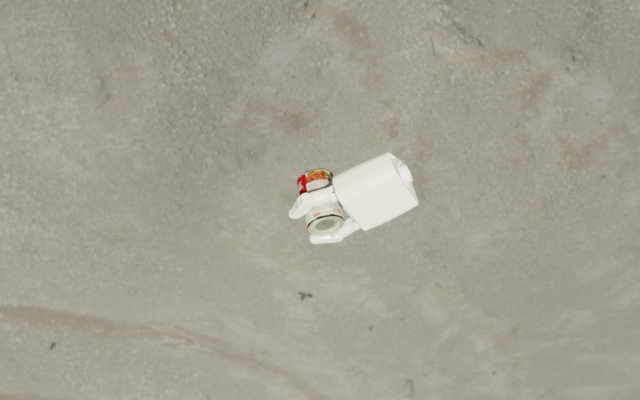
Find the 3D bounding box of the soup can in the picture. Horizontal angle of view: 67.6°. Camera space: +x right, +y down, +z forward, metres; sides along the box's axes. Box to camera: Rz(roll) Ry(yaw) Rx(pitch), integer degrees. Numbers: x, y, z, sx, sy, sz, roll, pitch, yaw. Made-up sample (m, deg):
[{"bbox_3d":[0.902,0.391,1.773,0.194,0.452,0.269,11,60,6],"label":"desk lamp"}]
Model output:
[{"bbox_3d":[0.000,0.003,0.847,0.068,0.102,0.068,-10,-32,-6],"label":"soup can"}]
